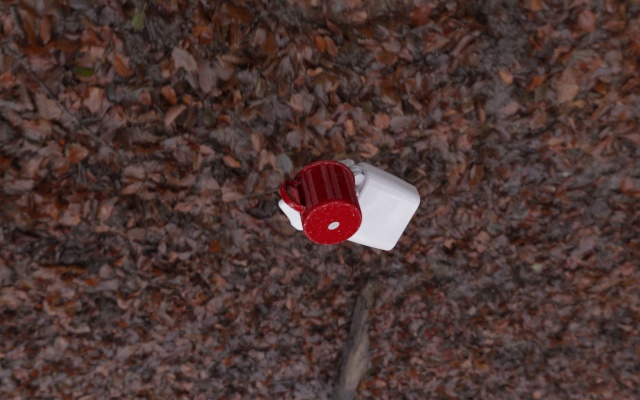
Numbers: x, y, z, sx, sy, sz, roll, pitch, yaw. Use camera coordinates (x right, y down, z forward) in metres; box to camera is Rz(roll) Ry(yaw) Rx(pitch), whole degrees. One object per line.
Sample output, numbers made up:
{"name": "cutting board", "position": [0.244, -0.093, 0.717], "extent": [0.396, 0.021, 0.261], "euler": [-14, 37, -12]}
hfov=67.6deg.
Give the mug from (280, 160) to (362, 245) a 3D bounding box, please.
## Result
{"name": "mug", "position": [-0.001, 0.002, 0.646], "extent": [0.117, 0.093, 0.081], "euler": [18, 35, -26]}
